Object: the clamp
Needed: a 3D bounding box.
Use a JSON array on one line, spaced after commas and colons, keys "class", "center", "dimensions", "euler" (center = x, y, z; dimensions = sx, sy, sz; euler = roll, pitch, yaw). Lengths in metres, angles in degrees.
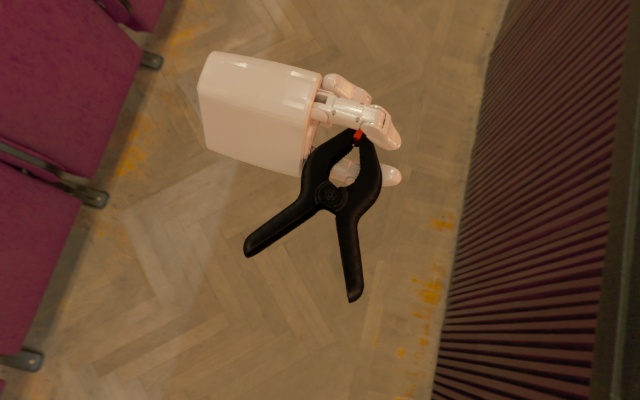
[{"class": "clamp", "center": [0.000, 0.001, 0.461], "dimensions": [0.120, 0.171, 0.039], "euler": [15, -15, 3]}]
